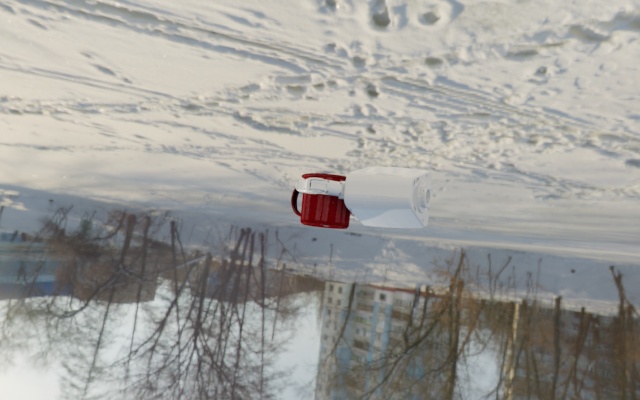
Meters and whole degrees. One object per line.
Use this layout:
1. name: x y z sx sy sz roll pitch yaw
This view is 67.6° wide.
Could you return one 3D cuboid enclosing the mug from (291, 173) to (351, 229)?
1. mug: -0.001 0.003 0.797 0.117 0.081 0.093 3 -7 30
